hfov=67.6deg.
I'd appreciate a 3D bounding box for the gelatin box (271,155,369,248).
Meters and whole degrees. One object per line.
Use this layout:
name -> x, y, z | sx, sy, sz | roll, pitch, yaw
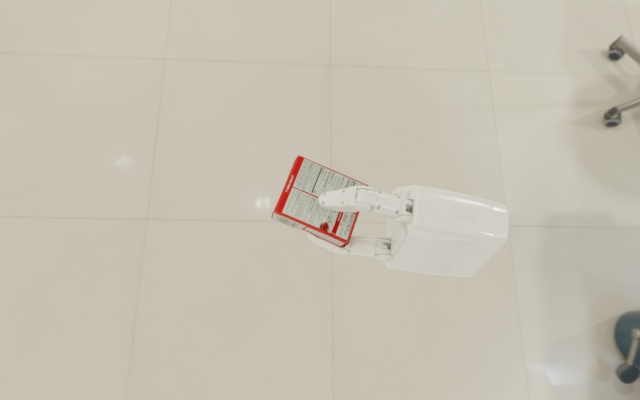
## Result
gelatin box -> 0.000, 0.001, 0.529 | 0.089, 0.073, 0.030 | 23, -20, -6
